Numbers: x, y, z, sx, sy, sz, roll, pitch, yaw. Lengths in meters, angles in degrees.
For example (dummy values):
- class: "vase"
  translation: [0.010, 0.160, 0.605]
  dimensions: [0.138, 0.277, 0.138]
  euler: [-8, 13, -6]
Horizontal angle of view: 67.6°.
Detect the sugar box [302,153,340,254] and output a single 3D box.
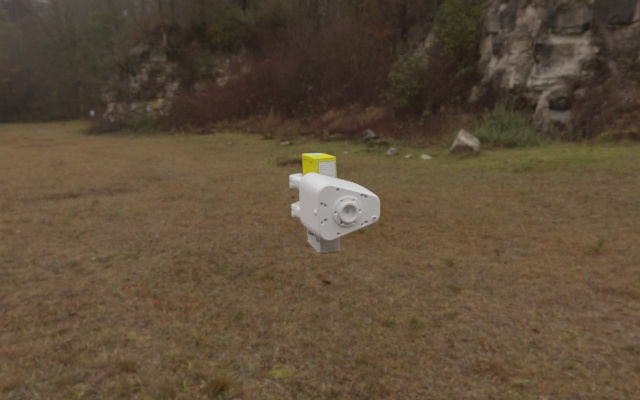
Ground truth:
- class: "sugar box"
  translation: [0.000, 0.003, 0.889]
  dimensions: [0.048, 0.176, 0.093]
  euler: [-4, 12, -16]
